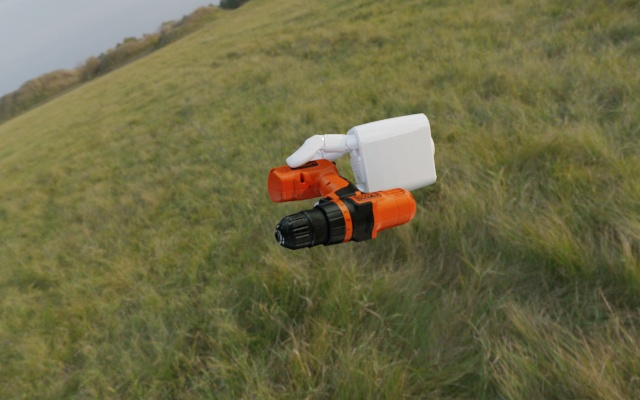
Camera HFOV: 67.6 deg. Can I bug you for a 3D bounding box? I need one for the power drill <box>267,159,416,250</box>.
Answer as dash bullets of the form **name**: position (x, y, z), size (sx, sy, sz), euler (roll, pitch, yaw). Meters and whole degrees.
- **power drill**: position (0.000, 0.002, 0.622), size (0.184, 0.057, 0.187), euler (-10, 25, -27)
